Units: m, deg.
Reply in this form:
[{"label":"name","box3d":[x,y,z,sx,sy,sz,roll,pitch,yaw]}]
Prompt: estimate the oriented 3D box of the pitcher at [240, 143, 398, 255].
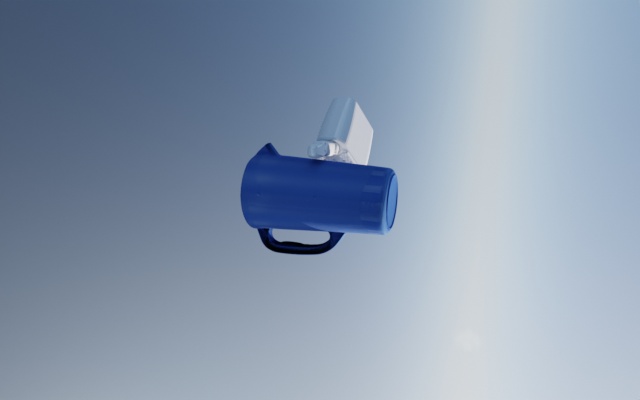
[{"label":"pitcher","box3d":[0.000,0.002,0.797,0.243,0.145,0.149,5,-36,18]}]
